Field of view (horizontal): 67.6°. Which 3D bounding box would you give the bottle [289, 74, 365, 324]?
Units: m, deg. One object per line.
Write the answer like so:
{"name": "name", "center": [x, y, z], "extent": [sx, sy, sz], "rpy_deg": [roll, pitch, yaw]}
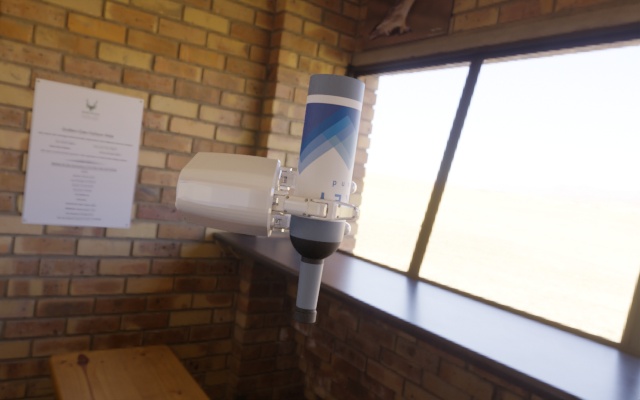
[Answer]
{"name": "bottle", "center": [0.000, 0.002, 0.579], "extent": [0.069, 0.296, 0.069], "rpy_deg": [8, 3, 0]}
